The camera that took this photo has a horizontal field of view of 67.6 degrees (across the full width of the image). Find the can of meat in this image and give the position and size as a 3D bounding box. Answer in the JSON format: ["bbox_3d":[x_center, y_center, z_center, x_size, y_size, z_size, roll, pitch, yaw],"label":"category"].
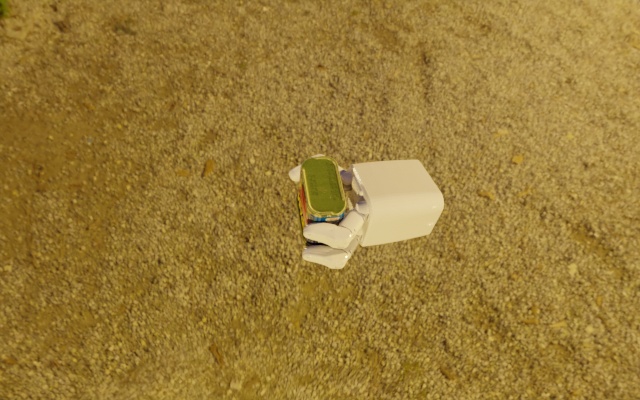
[{"bbox_3d":[0.000,0.002,0.658,0.057,0.102,0.084,-5,-34,-10],"label":"can of meat"}]
